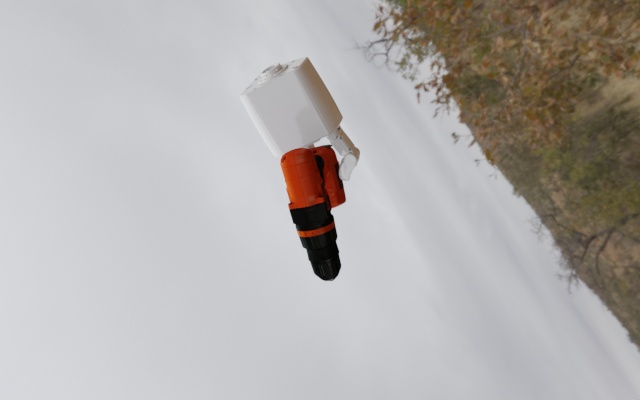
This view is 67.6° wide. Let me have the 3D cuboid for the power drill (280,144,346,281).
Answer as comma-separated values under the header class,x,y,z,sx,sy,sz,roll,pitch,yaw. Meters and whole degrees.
class,x,y,z,sx,sy,sz,roll,pitch,yaw
power drill,0.000,0.002,0.695,0.057,0.184,0.187,-11,15,9
